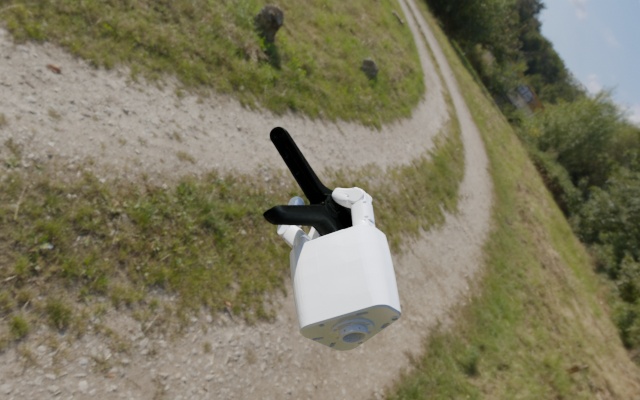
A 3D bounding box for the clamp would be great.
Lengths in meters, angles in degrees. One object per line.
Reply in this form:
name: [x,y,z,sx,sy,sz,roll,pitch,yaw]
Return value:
clamp: [0.001,0.002,0.638,0.036,0.164,0.210,-30,-45,26]
